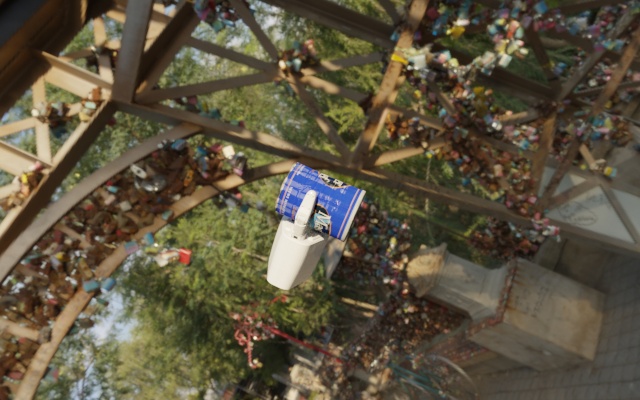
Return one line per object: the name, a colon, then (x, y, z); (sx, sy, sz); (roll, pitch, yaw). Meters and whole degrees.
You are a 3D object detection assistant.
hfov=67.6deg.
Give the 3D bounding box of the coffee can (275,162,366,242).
coffee can: (0.000, 0.003, 0.887); (0.140, 0.103, 0.103); (24, 3, 6)
